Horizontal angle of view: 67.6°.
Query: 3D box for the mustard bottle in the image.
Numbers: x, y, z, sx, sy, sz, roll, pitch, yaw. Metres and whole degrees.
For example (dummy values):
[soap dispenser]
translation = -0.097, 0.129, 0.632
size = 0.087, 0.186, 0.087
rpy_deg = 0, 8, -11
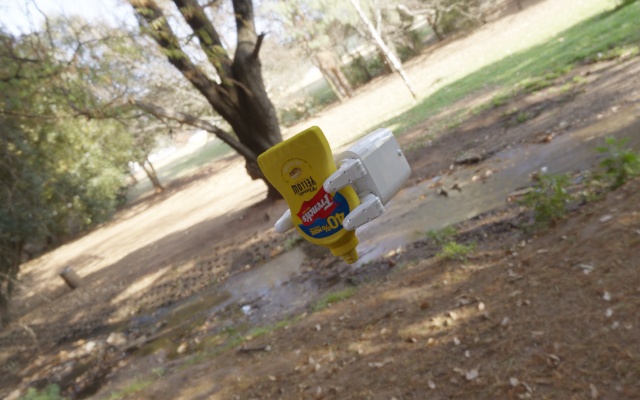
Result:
[mustard bottle]
translation = 0.000, 0.002, 0.649
size = 0.096, 0.191, 0.058
rpy_deg = -25, 11, 20
